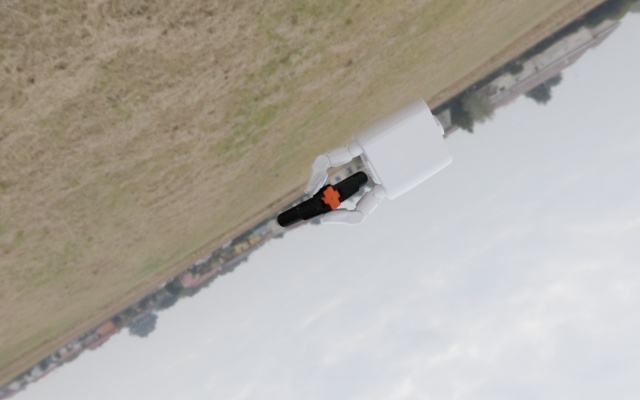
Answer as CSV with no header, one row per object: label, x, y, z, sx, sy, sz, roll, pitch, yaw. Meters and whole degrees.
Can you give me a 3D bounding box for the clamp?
clamp,0.001,0.003,0.701,0.164,0.036,0.210,-29,1,4
